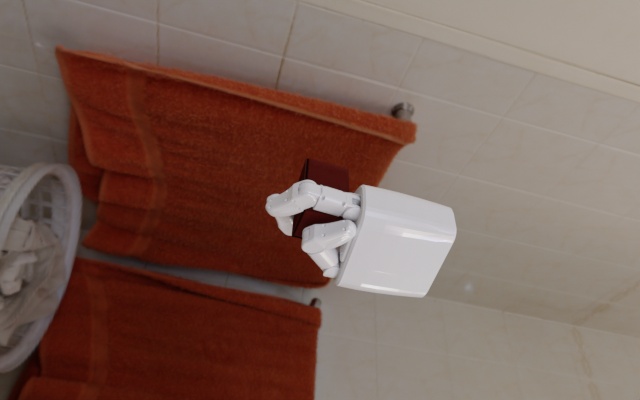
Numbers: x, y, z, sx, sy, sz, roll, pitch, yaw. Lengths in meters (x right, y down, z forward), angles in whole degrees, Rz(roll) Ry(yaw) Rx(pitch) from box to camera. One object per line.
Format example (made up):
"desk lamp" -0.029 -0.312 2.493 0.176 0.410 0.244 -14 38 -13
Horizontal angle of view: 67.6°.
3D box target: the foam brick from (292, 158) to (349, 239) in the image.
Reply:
"foam brick" 0.000 0.001 0.537 0.051 0.078 0.053 12 -42 -10
